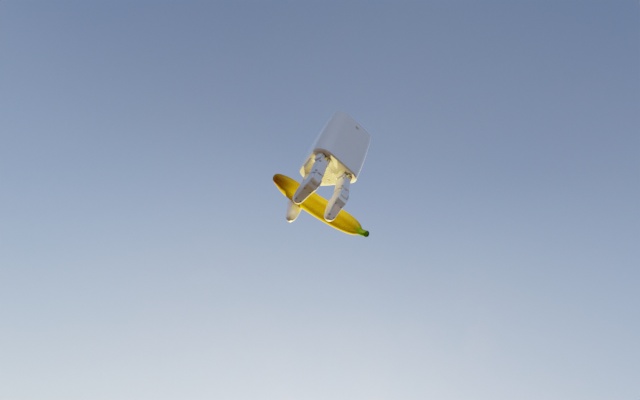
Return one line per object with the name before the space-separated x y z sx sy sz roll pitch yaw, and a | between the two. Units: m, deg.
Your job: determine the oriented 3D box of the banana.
banana | 0.000 0.009 0.869 0.198 0.037 0.070 30 -18 -1
